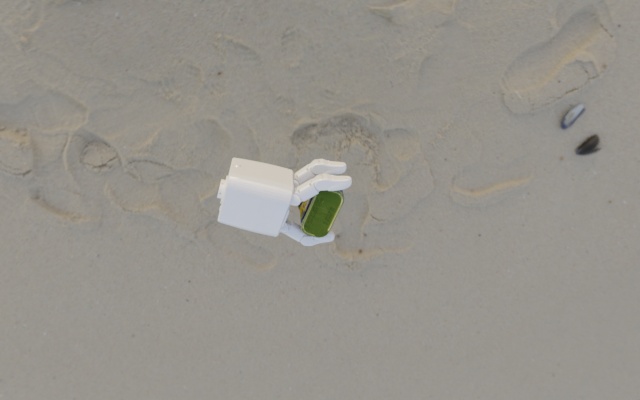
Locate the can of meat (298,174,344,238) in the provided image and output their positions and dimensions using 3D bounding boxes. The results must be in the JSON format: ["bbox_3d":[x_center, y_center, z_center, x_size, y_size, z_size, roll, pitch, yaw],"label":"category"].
[{"bbox_3d":[0.000,0.003,0.830,0.057,0.102,0.084,18,25,-13],"label":"can of meat"}]
